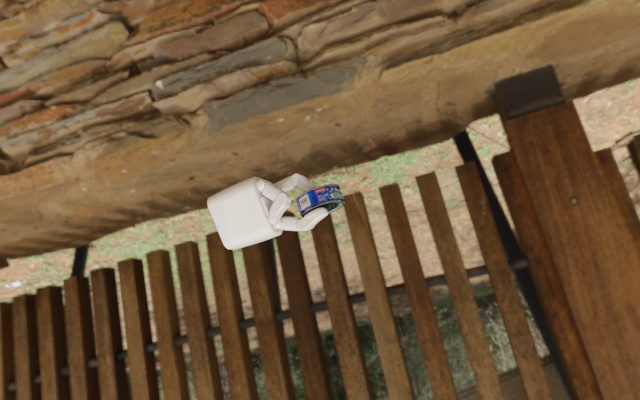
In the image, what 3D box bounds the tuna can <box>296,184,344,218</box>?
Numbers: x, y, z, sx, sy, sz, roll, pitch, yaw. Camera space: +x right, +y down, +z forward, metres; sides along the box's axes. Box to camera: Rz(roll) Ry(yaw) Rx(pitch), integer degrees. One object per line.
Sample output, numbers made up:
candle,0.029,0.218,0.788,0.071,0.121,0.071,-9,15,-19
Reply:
tuna can,0.000,0.003,0.879,0.086,0.033,0.086,-17,-17,-5
